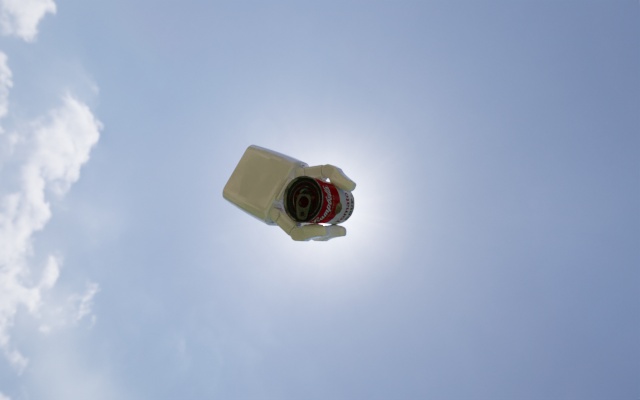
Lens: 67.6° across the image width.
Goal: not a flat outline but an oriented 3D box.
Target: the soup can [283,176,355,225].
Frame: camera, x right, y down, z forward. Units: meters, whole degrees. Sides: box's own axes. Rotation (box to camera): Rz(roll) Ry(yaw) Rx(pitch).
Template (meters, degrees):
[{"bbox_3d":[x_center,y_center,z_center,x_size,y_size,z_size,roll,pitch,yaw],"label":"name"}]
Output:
[{"bbox_3d":[0.001,0.002,0.722,0.068,0.068,0.102,0,-5,31],"label":"soup can"}]
